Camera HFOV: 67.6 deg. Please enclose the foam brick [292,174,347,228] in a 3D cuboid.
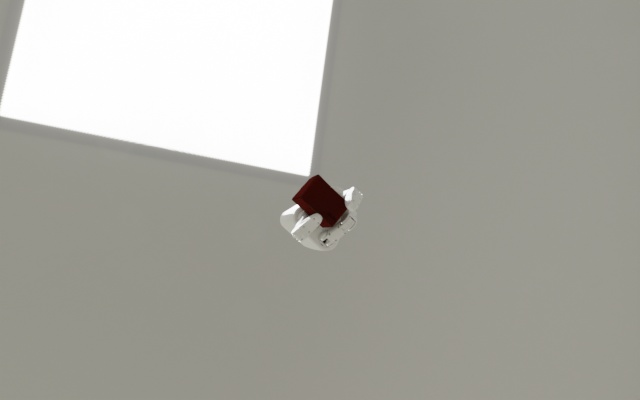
[{"bbox_3d":[0.000,0.002,0.811,0.078,0.053,0.051,44,-16,-12],"label":"foam brick"}]
